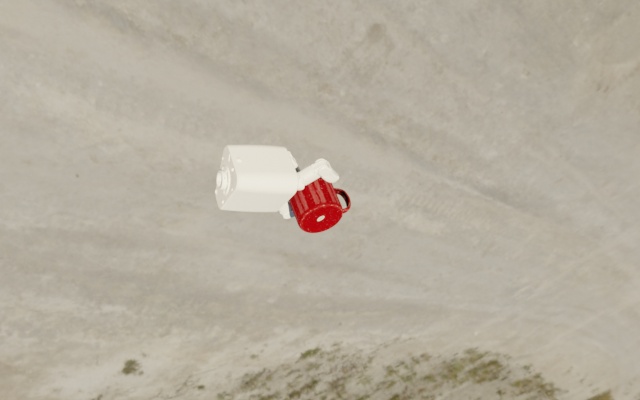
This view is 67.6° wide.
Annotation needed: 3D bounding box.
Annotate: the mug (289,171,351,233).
[{"bbox_3d":[0.001,0.003,0.841,0.117,0.081,0.093,0,-41,-28],"label":"mug"}]
